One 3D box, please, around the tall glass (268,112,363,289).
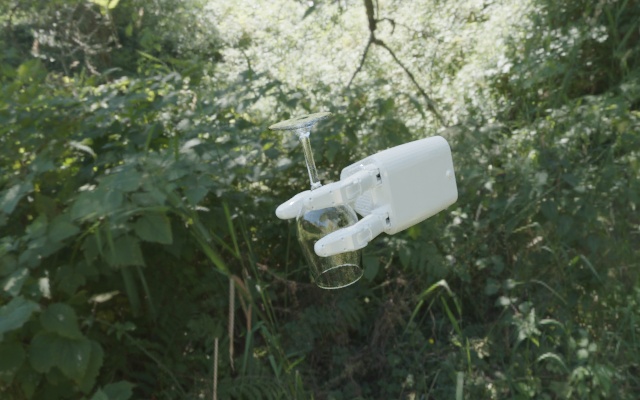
[{"bbox_3d":[0.000,0.001,0.568,0.079,0.201,0.079,-13,16,4],"label":"tall glass"}]
